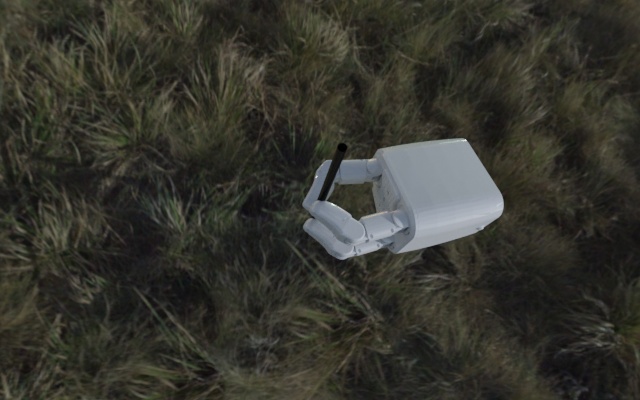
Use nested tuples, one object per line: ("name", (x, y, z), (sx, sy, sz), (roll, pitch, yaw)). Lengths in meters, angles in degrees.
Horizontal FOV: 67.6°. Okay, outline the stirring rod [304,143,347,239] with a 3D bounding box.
("stirring rod", (0.000, 0.002, 0.484), (0.011, 0.011, 0.240), (0, -21, -9))
